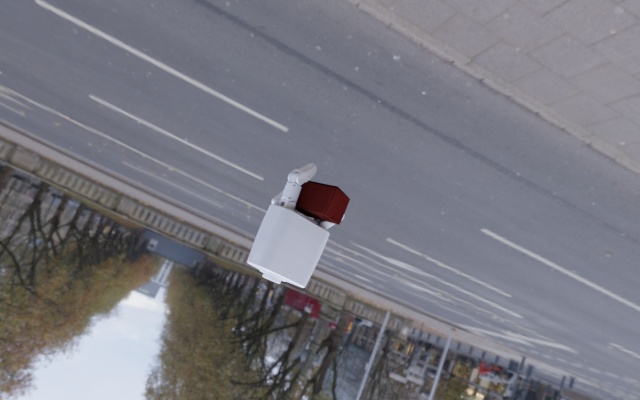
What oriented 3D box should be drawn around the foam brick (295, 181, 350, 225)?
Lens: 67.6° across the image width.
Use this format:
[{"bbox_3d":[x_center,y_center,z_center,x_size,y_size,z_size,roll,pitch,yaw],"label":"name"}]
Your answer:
[{"bbox_3d":[0.000,0.003,0.810,0.078,0.051,0.053,13,-17,36],"label":"foam brick"}]
